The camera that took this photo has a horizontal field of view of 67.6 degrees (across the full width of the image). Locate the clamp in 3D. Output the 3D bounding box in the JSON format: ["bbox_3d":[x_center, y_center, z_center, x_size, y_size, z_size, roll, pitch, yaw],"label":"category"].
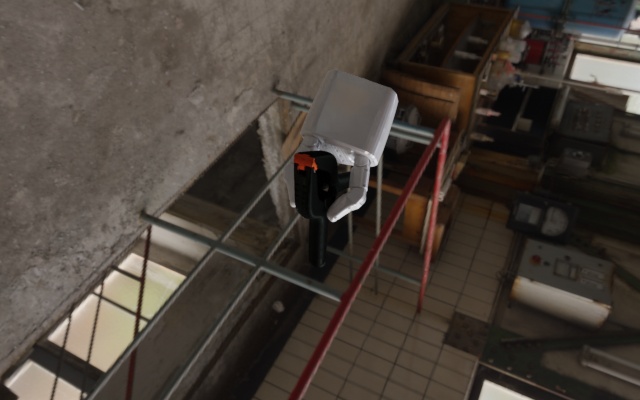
[{"bbox_3d":[0.001,0.002,0.666,0.036,0.164,0.210,16,-13,20],"label":"clamp"}]
